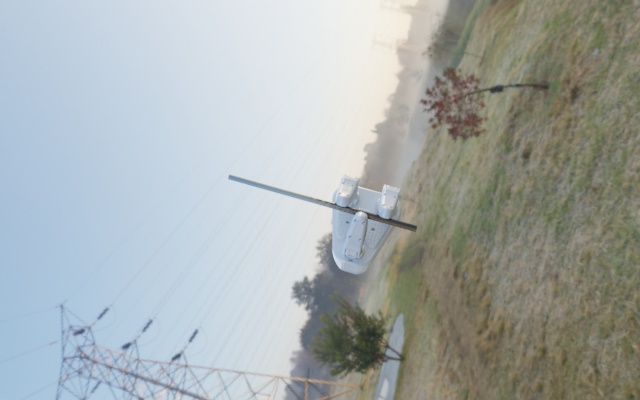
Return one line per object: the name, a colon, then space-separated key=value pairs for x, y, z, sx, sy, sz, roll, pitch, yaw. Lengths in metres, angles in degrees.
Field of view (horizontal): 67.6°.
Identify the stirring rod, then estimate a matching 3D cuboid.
stirring rod: x=0.000 y=0.002 z=0.588 sx=0.239 sy=0.011 sz=0.011 roll=16 pitch=2 yaw=7
